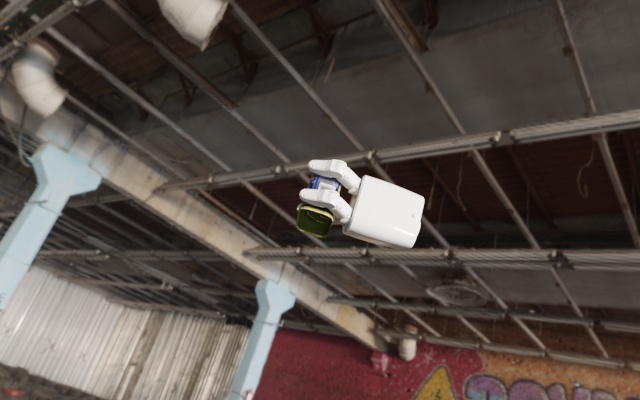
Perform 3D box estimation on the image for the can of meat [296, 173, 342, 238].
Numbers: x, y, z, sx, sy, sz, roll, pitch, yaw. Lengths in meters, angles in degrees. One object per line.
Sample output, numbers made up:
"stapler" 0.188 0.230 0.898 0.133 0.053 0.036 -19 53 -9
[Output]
"can of meat" 0.000 0.002 0.791 0.057 0.084 0.102 17 -25 2
